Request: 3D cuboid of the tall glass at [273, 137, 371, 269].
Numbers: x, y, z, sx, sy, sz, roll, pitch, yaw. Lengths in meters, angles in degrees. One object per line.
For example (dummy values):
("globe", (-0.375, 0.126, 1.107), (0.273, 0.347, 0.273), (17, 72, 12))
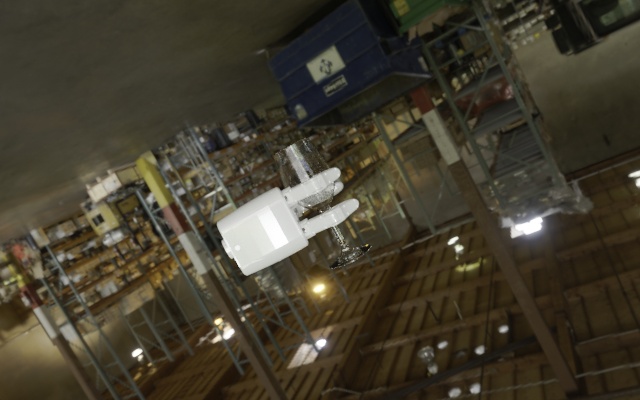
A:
("tall glass", (0.001, 0.003, 0.748), (0.079, 0.201, 0.079), (-28, 6, 3))
